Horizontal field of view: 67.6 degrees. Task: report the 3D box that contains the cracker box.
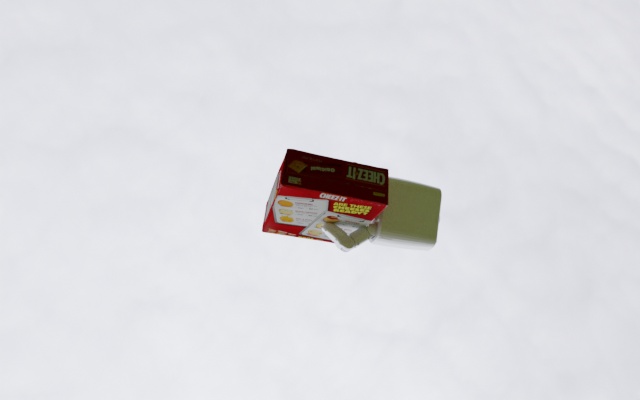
[{"bbox_3d":[0.000,0.003,0.794,0.164,0.072,0.214,10,-24,-11],"label":"cracker box"}]
